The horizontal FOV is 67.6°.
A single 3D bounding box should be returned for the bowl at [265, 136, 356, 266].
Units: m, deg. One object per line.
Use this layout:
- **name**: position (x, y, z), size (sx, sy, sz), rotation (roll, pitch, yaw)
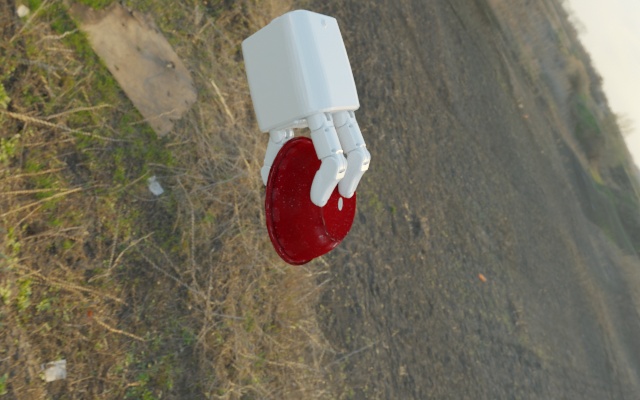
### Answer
- **bowl**: position (0.001, 0.003, 0.584), size (0.055, 0.162, 0.162), rotation (3, 1, 29)
